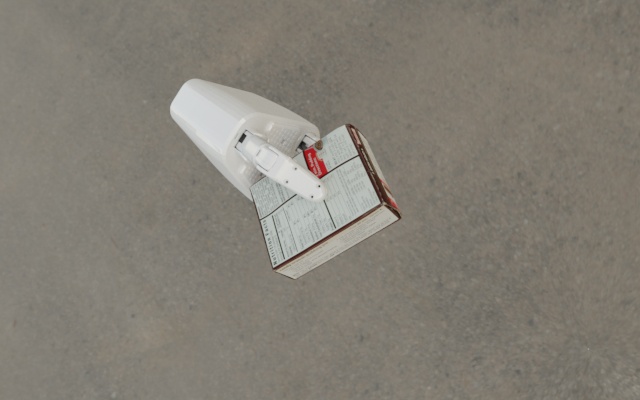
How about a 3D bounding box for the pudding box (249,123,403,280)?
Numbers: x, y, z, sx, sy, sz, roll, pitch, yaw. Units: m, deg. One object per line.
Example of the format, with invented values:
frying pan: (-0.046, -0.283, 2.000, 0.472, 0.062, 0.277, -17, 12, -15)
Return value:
pudding box: (0.000, 0.001, 0.404, 0.113, 0.090, 0.039, -33, -33, 20)
